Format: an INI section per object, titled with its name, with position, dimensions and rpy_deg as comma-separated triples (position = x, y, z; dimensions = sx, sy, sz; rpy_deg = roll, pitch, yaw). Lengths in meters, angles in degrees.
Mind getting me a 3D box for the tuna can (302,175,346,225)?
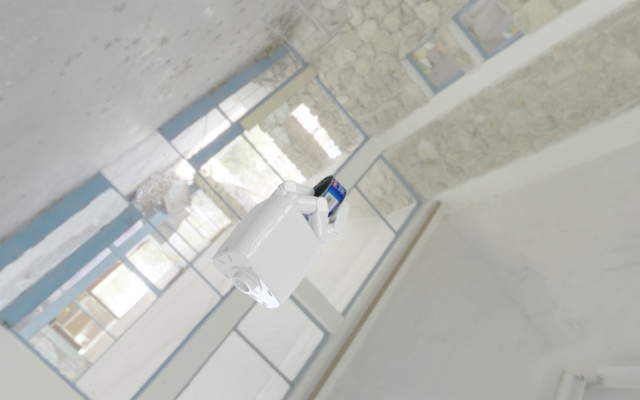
[tuna can]
position = 0.001, 0.003, 0.746
dimensions = 0.034, 0.086, 0.086
rpy_deg = 43, -12, -13
